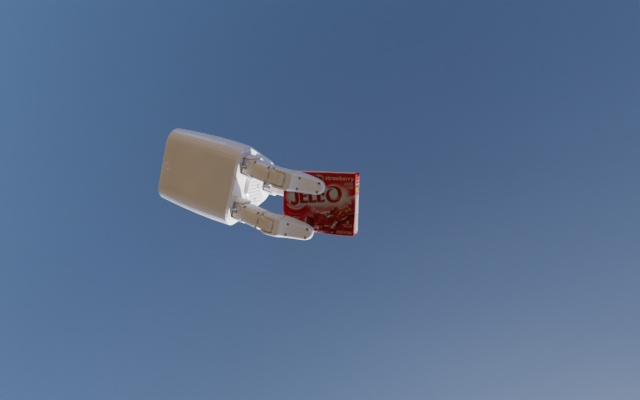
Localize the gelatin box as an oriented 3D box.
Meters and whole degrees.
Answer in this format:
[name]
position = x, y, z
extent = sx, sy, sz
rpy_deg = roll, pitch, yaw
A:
[gelatin box]
position = 0.001, 0.002, 0.566
extent = 0.089, 0.073, 0.030
rpy_deg = 4, 7, 14
